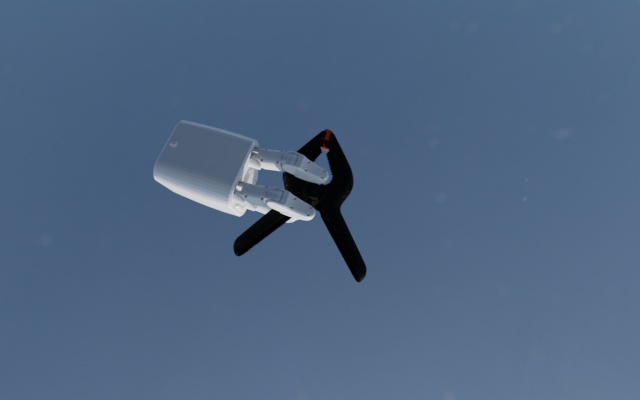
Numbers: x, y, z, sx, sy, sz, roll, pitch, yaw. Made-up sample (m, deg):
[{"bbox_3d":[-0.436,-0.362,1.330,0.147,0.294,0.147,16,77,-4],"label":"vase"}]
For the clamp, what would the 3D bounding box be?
[{"bbox_3d":[0.000,0.002,0.623,0.164,0.210,0.036,19,-27,2],"label":"clamp"}]
